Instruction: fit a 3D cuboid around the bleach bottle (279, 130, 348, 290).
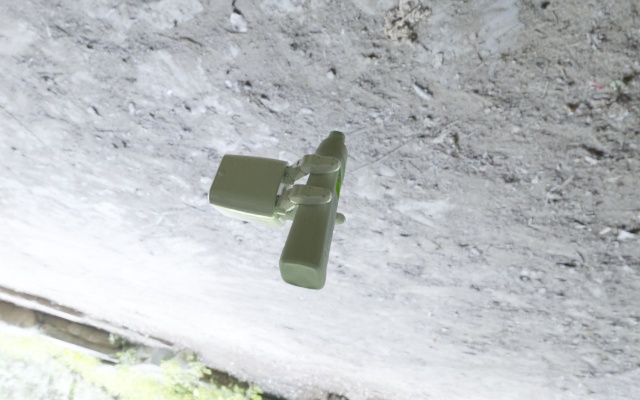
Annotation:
[{"bbox_3d":[0.000,0.002,0.738,0.068,0.250,0.103,11,-30,7],"label":"bleach bottle"}]
